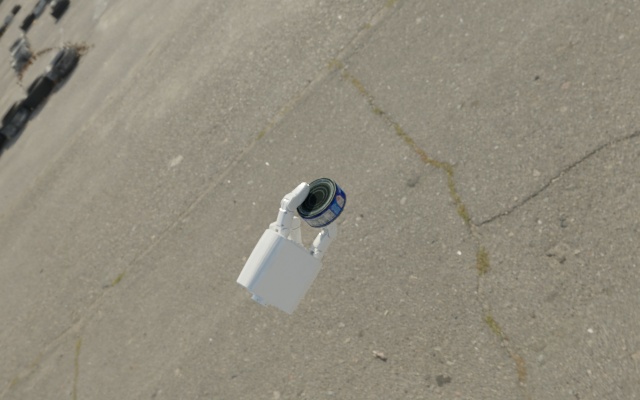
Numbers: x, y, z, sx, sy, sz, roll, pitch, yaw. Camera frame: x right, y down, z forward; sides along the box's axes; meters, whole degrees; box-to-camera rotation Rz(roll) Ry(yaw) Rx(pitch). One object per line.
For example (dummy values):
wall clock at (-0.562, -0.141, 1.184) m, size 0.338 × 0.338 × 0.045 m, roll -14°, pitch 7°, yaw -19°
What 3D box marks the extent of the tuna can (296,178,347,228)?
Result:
tuna can at (0.000, 0.002, 0.826) m, size 0.086 × 0.086 × 0.034 m, roll 0°, pitch -34°, yaw 42°
